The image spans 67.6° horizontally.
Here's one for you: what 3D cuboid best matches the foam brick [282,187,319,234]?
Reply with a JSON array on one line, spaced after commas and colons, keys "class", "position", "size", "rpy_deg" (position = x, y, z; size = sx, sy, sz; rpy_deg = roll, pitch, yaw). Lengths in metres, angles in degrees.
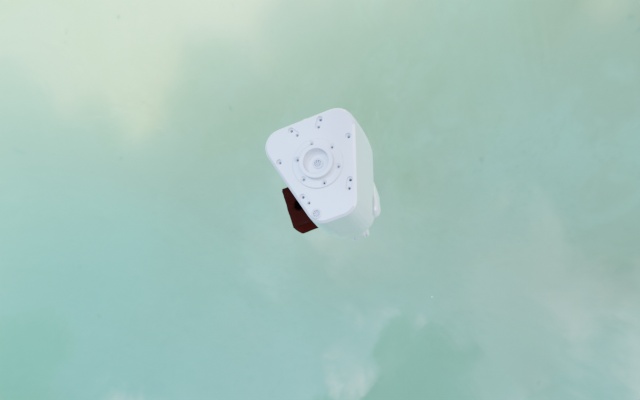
[{"class": "foam brick", "position": [0.000, 0.002, 0.587], "size": [0.078, 0.053, 0.051], "rpy_deg": [-20, -14, 9]}]
